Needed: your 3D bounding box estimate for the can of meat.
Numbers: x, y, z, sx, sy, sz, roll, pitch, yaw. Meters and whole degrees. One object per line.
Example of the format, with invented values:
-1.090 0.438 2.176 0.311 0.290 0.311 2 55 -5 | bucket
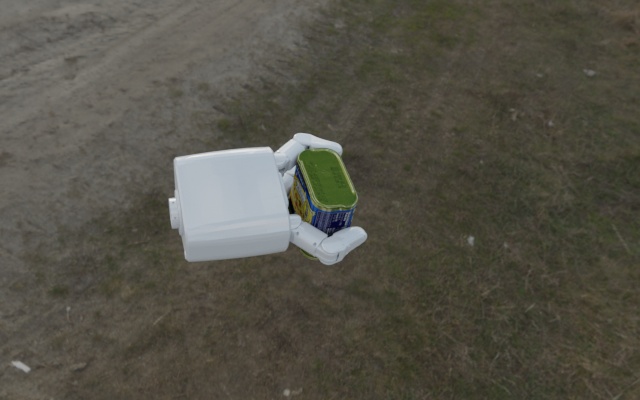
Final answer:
0.000 0.002 0.547 0.057 0.102 0.084 -5 -43 -18 | can of meat
